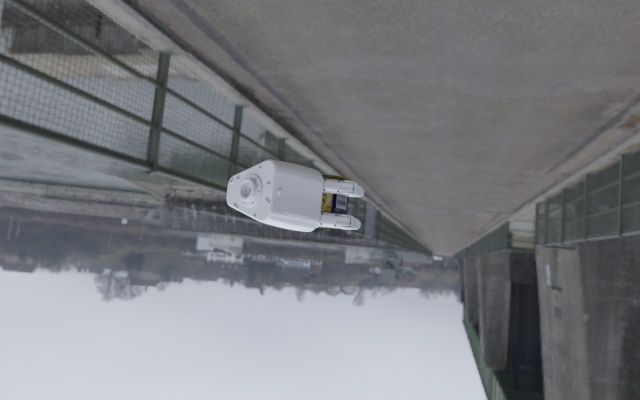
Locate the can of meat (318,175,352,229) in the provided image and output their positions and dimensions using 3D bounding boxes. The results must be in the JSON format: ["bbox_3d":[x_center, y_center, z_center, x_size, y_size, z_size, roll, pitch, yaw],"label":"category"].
[{"bbox_3d":[0.000,0.003,0.816,0.102,0.084,0.057,1,-8,37],"label":"can of meat"}]
